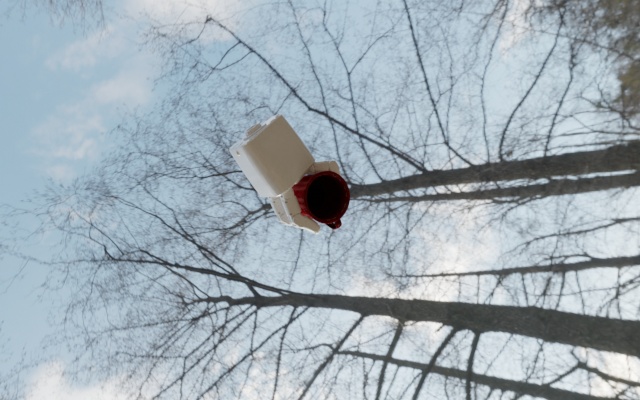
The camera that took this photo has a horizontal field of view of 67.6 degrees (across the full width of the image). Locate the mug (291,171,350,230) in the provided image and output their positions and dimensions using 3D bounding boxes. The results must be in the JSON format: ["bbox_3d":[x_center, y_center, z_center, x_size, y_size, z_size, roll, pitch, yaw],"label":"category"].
[{"bbox_3d":[0.001,0.004,0.874,0.093,0.117,0.081,-40,19,-21],"label":"mug"}]
